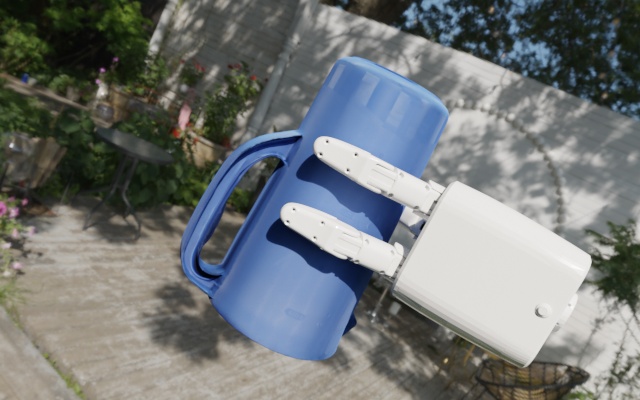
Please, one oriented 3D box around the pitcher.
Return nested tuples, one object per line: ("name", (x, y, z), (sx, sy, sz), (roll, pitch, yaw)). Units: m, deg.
("pitcher", (0.000, 0.001, 0.419), (0.145, 0.243, 0.149), (31, 9, 21))
